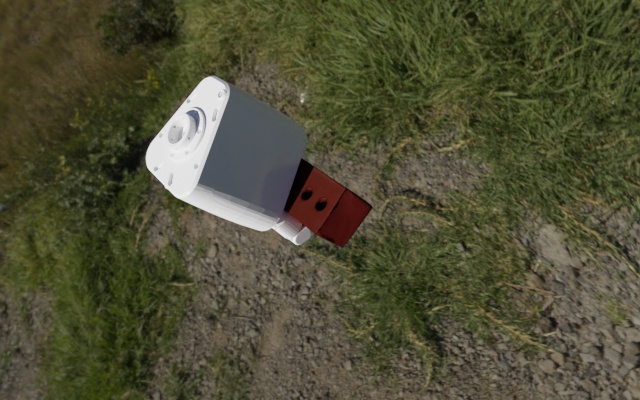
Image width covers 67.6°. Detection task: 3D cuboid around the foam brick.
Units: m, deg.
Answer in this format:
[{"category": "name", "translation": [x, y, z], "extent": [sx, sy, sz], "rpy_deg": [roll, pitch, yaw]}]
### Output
[{"category": "foam brick", "translation": [0.000, 0.002, 0.476], "extent": [0.078, 0.053, 0.051], "rpy_deg": [35, 2, 40]}]
